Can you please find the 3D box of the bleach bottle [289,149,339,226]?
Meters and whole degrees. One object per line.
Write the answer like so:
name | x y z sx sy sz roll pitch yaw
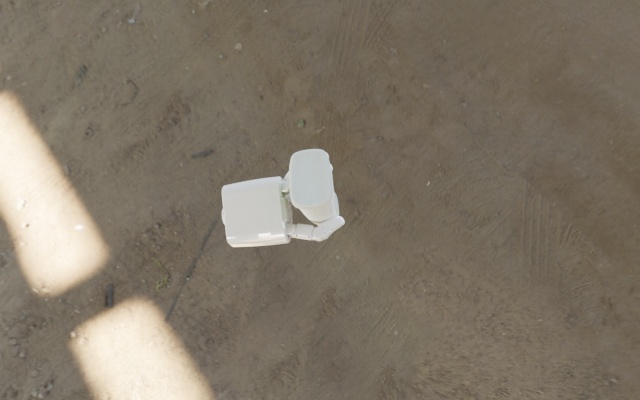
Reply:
bleach bottle | 0.000 0.003 0.856 0.068 0.102 0.251 -6 -20 6
